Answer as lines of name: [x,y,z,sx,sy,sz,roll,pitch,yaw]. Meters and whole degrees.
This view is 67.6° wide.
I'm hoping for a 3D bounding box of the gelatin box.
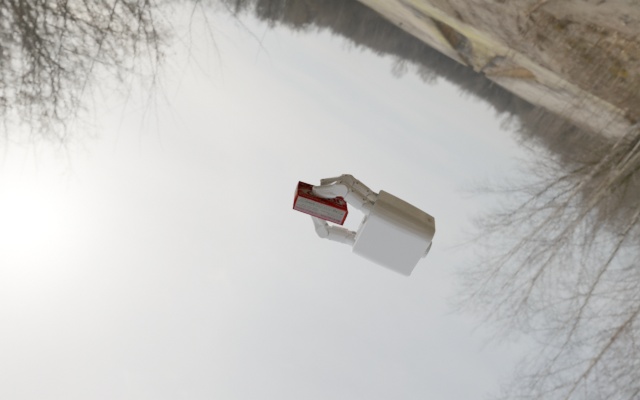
gelatin box: [0.000,0.003,0.790,0.089,0.030,0.073,18,20,-7]
